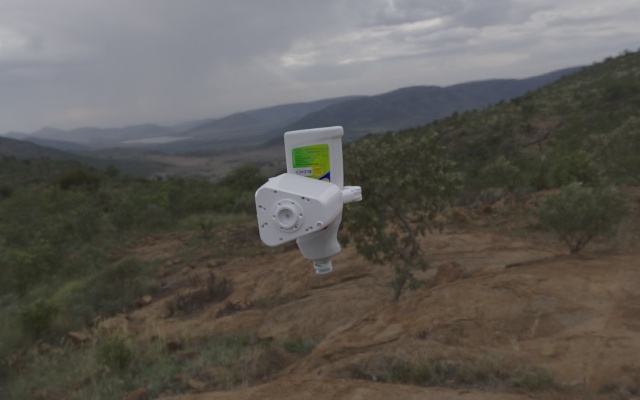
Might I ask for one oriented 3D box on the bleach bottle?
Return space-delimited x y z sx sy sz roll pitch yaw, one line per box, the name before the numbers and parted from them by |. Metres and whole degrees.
bleach bottle | 0.000 0.003 0.826 0.102 0.251 0.068 -4 10 14
